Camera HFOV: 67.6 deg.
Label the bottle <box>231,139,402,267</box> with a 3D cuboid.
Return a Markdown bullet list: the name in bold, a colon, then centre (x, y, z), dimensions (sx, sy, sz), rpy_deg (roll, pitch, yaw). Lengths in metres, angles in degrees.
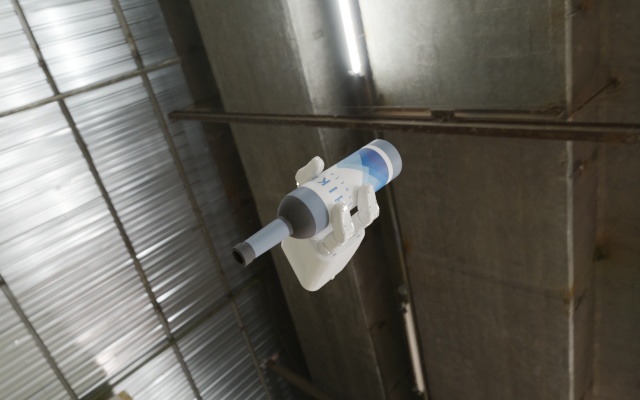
- **bottle**: centre (0.000, 0.002, 0.663), dimensions (0.295, 0.069, 0.069), rpy_deg (-34, 21, -35)
